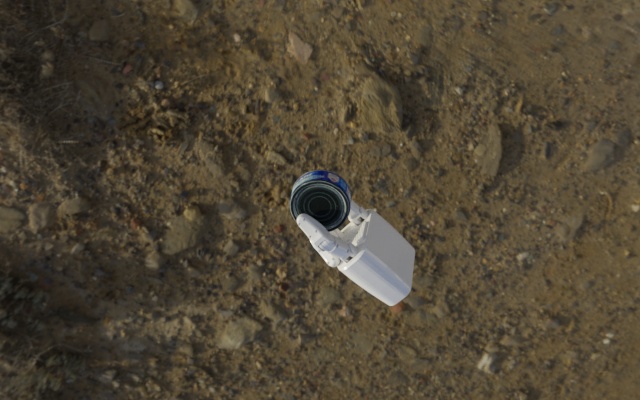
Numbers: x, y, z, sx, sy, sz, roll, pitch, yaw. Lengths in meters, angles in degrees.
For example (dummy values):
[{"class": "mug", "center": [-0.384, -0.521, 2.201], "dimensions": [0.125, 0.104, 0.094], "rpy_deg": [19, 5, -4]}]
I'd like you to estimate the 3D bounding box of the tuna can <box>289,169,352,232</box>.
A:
[{"class": "tuna can", "center": [0.000, 0.002, 0.666], "dimensions": [0.086, 0.086, 0.033], "rpy_deg": [0, 29, 6]}]
